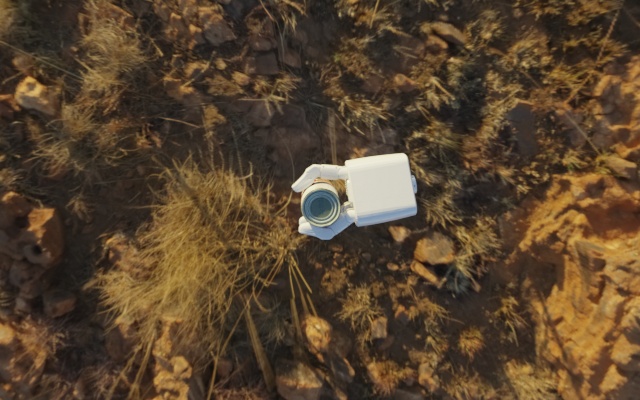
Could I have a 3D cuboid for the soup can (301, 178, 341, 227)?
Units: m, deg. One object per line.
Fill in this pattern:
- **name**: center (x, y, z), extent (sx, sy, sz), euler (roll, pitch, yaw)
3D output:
- **soup can**: center (0.000, 0.003, 0.831), extent (0.068, 0.068, 0.102), euler (0, 12, -2)
